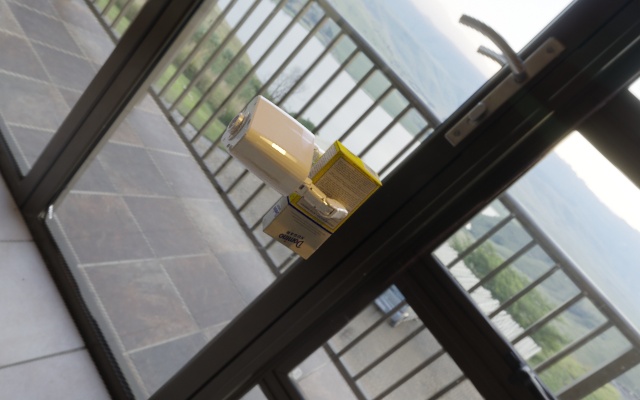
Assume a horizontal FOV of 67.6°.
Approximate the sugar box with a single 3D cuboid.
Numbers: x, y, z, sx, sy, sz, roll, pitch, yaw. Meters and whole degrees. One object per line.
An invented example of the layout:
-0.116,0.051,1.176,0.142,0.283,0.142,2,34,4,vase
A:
0.000,0.002,0.737,0.093,0.176,0.048,37,21,-25,sugar box
